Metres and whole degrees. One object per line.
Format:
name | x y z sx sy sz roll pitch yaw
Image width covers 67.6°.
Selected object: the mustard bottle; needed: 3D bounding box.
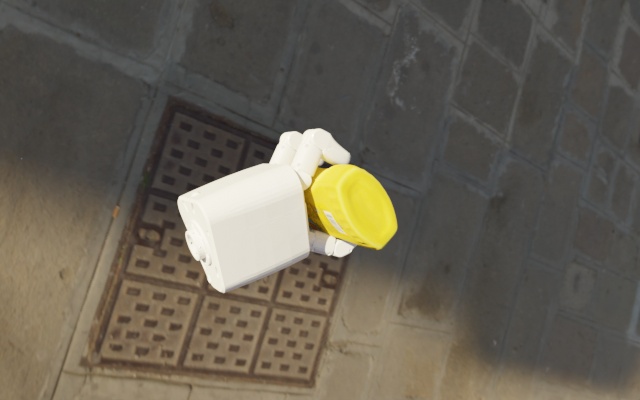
mustard bottle | 0.000 0.002 0.561 0.058 0.096 0.191 -47 26 -19
